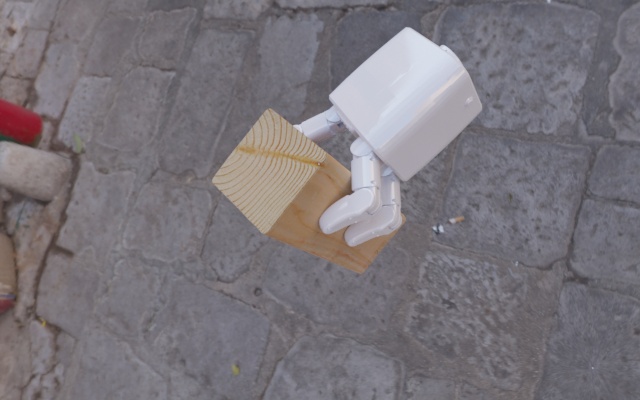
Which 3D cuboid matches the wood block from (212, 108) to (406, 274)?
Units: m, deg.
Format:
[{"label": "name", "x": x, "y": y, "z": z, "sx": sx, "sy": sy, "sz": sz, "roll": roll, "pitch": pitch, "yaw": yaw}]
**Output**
[{"label": "wood block", "x": 0.000, "y": 0.001, "z": 0.505, "sx": 0.090, "sy": 0.090, "sz": 0.206, "roll": 42, "pitch": 5, "yaw": 33}]
